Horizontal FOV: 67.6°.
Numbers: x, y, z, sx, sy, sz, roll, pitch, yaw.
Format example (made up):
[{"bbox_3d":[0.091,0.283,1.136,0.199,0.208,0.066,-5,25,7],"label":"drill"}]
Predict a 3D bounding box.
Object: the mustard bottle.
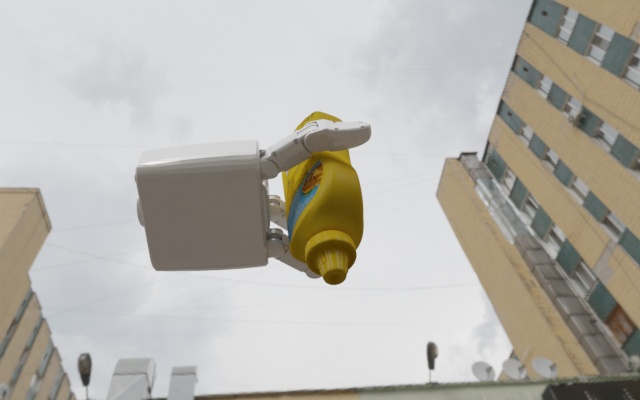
[{"bbox_3d":[0.000,0.001,0.436,0.058,0.096,0.191,18,32,-19],"label":"mustard bottle"}]
